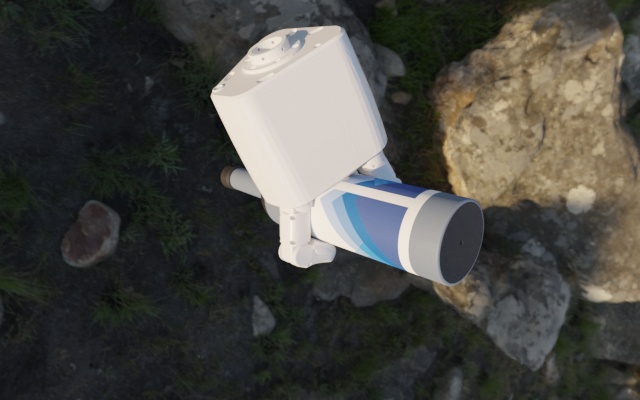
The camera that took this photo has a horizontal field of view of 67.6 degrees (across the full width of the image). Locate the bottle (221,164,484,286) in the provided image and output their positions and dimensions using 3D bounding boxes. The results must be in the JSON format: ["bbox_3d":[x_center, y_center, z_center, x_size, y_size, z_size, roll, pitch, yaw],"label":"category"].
[{"bbox_3d":[0.000,0.002,0.449,0.295,0.069,0.069,16,11,43],"label":"bottle"}]
